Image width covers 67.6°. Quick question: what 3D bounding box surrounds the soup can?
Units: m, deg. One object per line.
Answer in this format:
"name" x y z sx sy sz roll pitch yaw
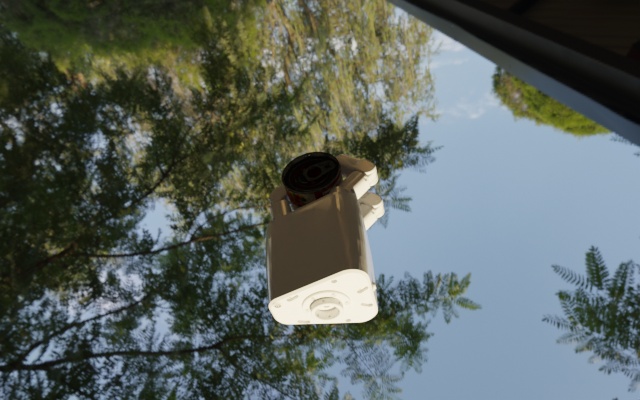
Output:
"soup can" 0.000 0.002 0.572 0.068 0.068 0.102 0 -44 18
